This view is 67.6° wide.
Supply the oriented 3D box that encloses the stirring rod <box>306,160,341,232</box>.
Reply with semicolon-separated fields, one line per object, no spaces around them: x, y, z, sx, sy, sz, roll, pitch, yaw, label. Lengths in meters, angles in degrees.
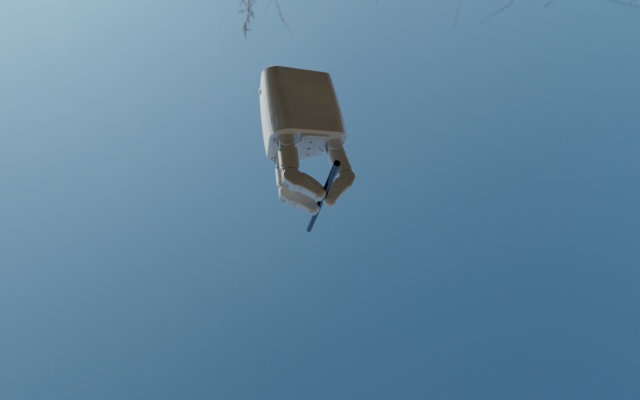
0.000;0.002;0.647;0.011;0.011;0.240;0;-21;-10;stirring rod
